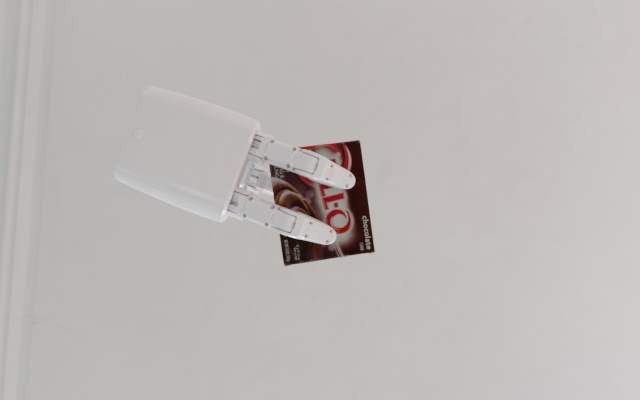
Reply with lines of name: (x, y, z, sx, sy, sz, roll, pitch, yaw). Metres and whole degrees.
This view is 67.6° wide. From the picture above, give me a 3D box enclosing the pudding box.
pudding box: (0.000, 0.002, 0.469, 0.090, 0.113, 0.039, -8, 2, -6)
